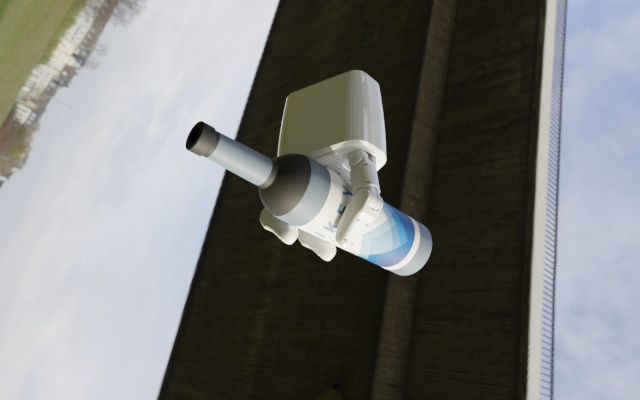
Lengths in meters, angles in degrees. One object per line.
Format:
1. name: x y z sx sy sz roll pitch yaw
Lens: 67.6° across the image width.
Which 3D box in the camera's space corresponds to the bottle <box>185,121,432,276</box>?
1. bottle: 0.000 0.002 0.483 0.296 0.069 0.069 28 -17 -36
